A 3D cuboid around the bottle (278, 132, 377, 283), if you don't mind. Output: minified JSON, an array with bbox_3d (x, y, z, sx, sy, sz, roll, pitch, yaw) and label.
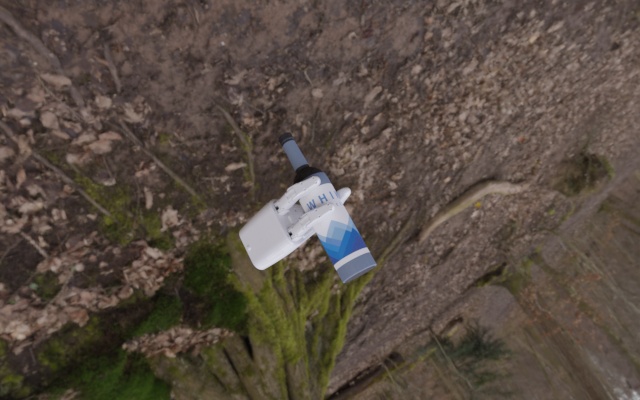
[{"bbox_3d":[0.000,0.003,0.865,0.069,0.295,0.069,-27,-16,-8],"label":"bottle"}]
